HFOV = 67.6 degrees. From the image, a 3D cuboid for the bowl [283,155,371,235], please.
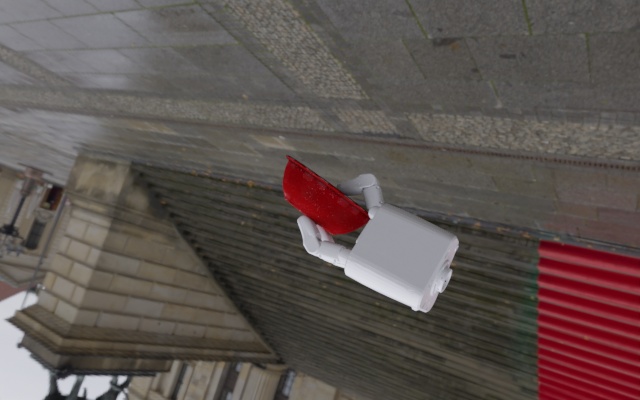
[{"bbox_3d":[-0.001,0.002,0.700,0.162,0.055,0.162,37,0,0],"label":"bowl"}]
